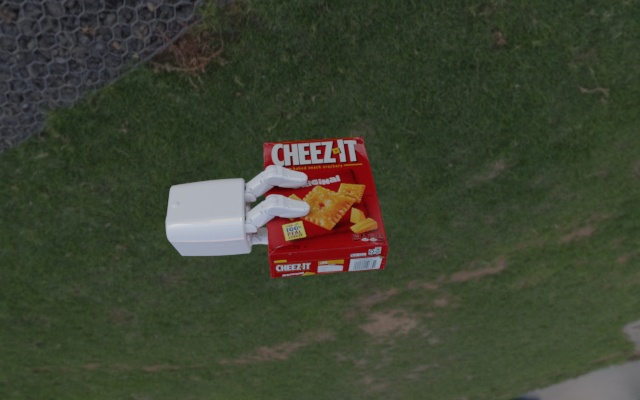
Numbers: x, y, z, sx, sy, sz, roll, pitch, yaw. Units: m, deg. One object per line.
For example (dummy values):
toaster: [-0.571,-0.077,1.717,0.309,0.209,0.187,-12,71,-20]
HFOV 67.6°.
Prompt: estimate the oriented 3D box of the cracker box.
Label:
cracker box: [0.000,0.003,0.713,0.164,0.213,0.072,-4,-38,-5]
